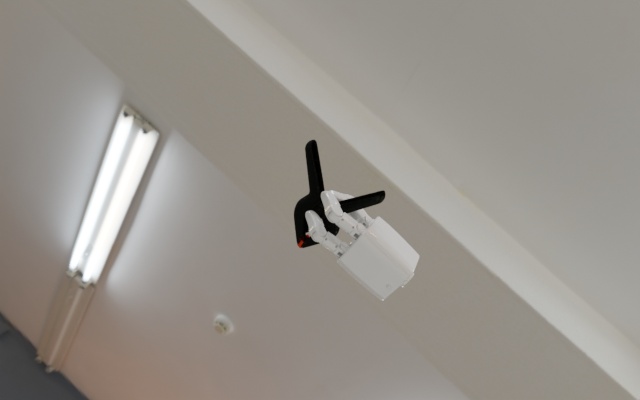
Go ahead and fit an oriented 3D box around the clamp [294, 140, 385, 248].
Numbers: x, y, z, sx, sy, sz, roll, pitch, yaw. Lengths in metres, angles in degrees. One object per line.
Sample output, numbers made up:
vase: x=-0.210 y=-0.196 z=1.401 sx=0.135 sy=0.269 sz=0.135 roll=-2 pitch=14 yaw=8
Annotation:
clamp: x=0.000 y=0.003 z=0.868 sx=0.210 sy=0.164 sz=0.036 roll=-52 pitch=-9 yaw=36
